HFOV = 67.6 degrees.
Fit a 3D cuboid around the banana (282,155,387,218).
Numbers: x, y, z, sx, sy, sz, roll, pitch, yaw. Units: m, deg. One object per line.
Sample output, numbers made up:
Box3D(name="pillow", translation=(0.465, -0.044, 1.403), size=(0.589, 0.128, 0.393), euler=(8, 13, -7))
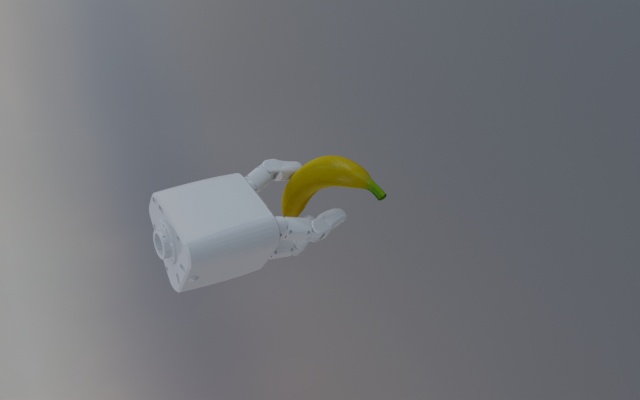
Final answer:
Box3D(name="banana", translation=(-0.003, -0.016, 0.598), size=(0.037, 0.069, 0.198), euler=(-19, 3, -36))
